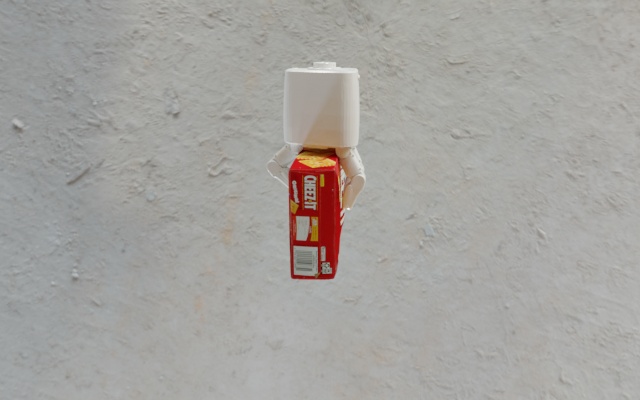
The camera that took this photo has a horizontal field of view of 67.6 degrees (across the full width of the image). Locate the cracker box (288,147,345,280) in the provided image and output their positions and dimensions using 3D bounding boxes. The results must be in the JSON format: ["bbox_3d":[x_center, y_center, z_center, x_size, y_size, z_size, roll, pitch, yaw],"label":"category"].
[{"bbox_3d":[0.000,0.002,0.742,0.072,0.164,0.213,1,18,6],"label":"cracker box"}]
